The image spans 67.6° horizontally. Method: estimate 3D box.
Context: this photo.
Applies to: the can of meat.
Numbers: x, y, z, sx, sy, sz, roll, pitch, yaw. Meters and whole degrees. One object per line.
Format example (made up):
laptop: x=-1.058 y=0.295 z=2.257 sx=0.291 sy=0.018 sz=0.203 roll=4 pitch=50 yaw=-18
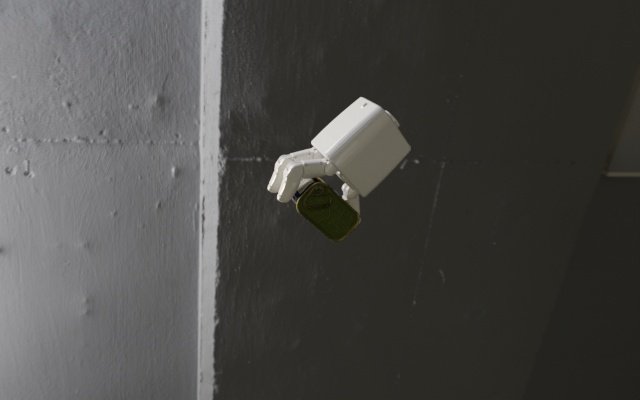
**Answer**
can of meat: x=0.000 y=0.002 z=0.718 sx=0.102 sy=0.057 sz=0.084 roll=42 pitch=5 yaw=-29
